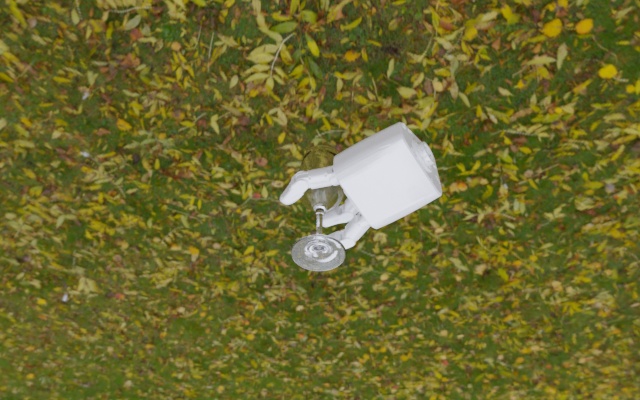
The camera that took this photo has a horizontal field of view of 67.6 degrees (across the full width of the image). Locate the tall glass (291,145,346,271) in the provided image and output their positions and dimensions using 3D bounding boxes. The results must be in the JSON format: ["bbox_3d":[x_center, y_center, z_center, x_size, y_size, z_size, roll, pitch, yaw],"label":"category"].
[{"bbox_3d":[0.000,0.003,0.708,0.079,0.079,0.200,0,44,2],"label":"tall glass"}]
